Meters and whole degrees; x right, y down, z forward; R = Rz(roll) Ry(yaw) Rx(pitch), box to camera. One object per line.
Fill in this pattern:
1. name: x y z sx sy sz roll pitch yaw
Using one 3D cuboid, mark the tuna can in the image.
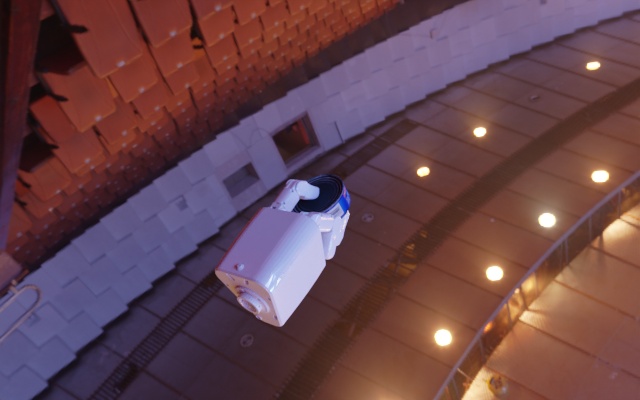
1. tuna can: 0.000 0.003 0.704 0.086 0.086 0.034 0 -44 34
